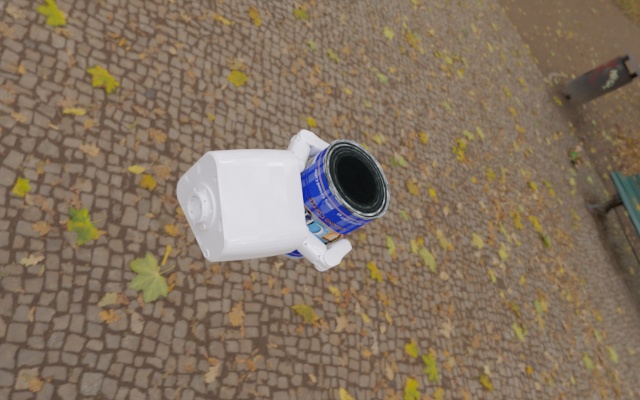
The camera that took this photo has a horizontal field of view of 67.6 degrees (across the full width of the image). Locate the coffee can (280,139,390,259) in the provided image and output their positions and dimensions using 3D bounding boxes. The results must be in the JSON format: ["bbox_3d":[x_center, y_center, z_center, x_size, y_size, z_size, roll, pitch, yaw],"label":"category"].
[{"bbox_3d":[0.000,0.002,0.593,0.103,0.102,0.140,0,-23,-43],"label":"coffee can"}]
